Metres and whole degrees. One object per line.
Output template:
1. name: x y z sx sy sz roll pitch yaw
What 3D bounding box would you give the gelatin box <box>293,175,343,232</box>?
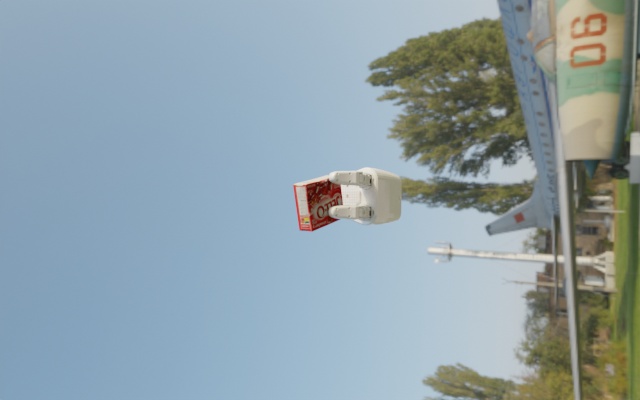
1. gelatin box: 0.000 0.003 0.749 0.030 0.073 0.089 1 13 39
